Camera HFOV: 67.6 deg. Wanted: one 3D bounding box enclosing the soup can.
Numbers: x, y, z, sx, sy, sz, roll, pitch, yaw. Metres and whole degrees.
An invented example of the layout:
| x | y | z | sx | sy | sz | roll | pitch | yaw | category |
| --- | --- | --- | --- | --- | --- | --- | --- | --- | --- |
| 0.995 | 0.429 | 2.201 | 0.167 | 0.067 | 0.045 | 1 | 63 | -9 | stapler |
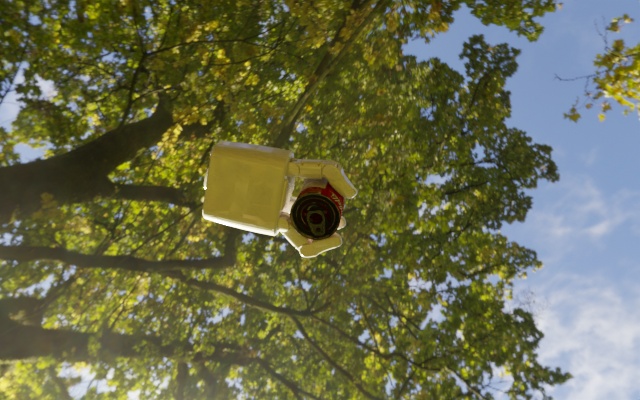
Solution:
| x | y | z | sx | sy | sz | roll | pitch | yaw | category |
| --- | --- | --- | --- | --- | --- | --- | --- | --- | --- |
| 0.001 | 0.002 | 0.672 | 0.068 | 0.068 | 0.102 | 0 | 24 | 10 | soup can |
